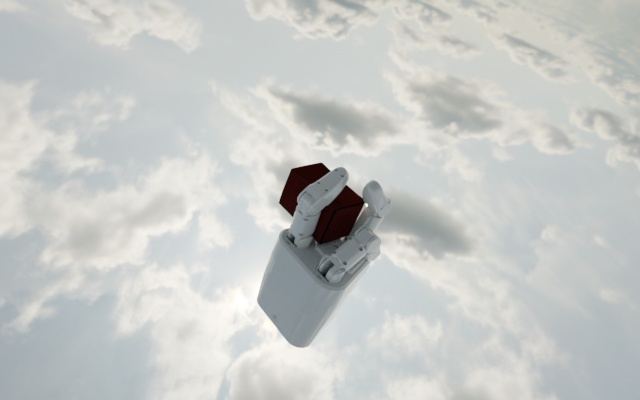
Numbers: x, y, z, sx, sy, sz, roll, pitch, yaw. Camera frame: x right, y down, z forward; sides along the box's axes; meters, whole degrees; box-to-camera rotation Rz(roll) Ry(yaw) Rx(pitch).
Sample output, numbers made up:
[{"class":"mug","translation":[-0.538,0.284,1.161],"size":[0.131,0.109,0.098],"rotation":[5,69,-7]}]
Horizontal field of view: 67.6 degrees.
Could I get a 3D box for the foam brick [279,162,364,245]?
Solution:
[{"class":"foam brick","translation":[0.000,0.002,0.541],"size":[0.053,0.051,0.078],"rotation":[-14,48,-44]}]
